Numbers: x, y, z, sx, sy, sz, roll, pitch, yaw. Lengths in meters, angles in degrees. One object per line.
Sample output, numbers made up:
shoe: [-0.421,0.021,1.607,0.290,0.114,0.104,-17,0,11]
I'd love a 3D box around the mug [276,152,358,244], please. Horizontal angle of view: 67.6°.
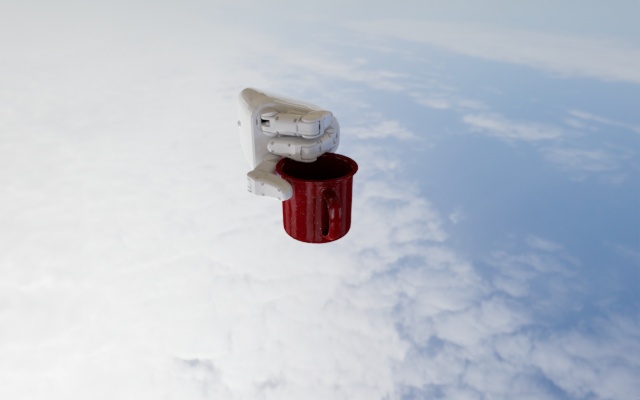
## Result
mug: [0.001,0.003,0.542,0.093,0.081,0.117,-9,27,-18]
